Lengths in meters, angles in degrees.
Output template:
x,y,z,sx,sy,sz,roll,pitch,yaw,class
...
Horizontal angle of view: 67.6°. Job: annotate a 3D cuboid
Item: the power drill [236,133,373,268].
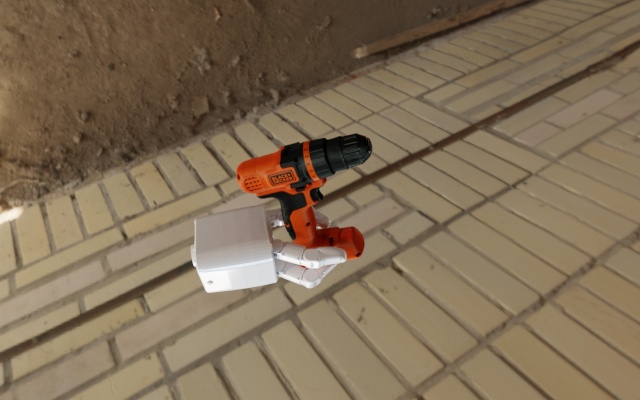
x,y,z,sx,sy,sz,roll,pitch,yaw,class
0.000,0.003,0.659,0.184,0.188,0.057,-12,34,17,power drill
